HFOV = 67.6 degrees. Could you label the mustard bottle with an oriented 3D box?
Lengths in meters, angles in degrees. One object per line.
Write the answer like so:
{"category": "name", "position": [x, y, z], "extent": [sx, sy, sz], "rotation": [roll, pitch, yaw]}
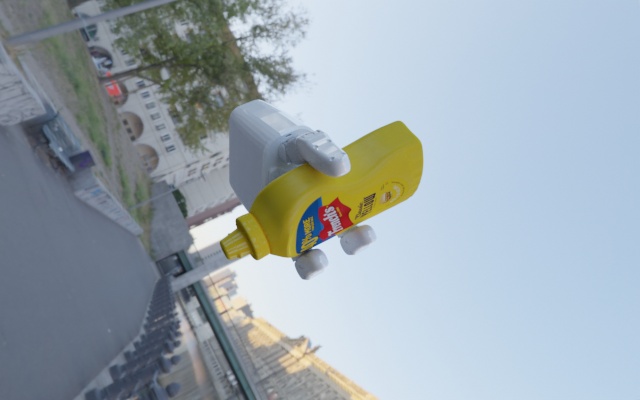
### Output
{"category": "mustard bottle", "position": [0.000, 0.002, 0.429], "extent": [0.191, 0.058, 0.096], "rotation": [-26, -28, -19]}
